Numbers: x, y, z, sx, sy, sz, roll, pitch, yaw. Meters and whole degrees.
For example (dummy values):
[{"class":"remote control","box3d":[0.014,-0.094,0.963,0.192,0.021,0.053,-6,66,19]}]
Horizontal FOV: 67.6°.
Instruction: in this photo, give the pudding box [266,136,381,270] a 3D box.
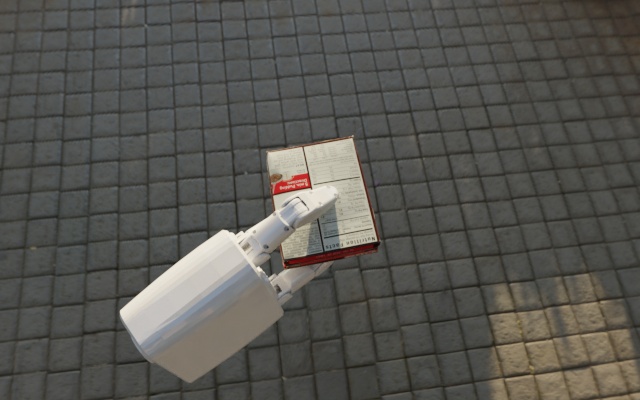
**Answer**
[{"class":"pudding box","box3d":[0.000,0.001,0.449,0.090,0.113,0.039,-10,-18,-4]}]
